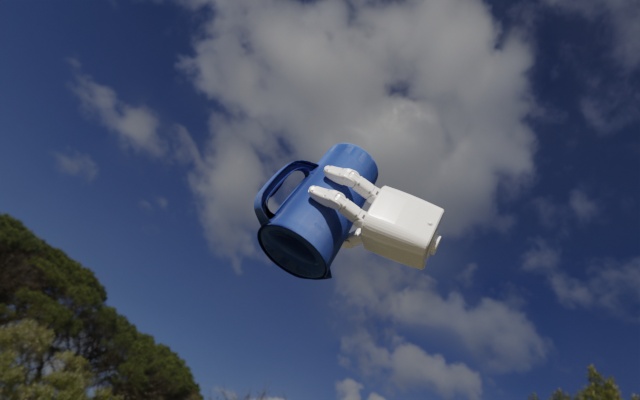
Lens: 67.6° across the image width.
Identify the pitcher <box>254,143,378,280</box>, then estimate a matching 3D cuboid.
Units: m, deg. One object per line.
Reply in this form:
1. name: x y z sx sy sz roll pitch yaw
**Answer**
1. pitcher: 0.000 0.003 0.835 0.145 0.242 0.149 20 -37 20
